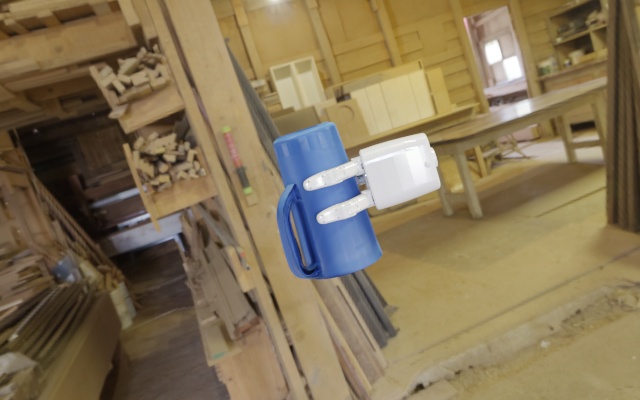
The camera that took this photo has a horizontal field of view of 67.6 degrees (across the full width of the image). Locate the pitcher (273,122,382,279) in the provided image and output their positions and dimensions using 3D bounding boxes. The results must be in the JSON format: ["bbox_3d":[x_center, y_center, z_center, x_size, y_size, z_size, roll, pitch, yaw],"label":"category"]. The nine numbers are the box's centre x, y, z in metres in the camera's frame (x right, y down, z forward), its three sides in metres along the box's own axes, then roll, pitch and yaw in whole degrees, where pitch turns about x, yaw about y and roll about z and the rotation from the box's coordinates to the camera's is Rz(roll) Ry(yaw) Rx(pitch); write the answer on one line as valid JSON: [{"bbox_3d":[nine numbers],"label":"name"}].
[{"bbox_3d":[0.000,0.003,0.788,0.145,0.243,0.149,-17,8,5],"label":"pitcher"}]
